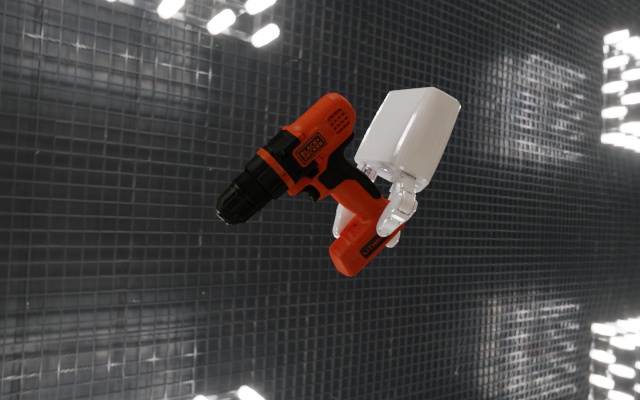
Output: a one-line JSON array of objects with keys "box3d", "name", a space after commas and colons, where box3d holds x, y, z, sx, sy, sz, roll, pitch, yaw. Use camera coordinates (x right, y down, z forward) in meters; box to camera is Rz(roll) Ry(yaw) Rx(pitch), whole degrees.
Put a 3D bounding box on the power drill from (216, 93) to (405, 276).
[{"box3d": [0.001, 0.002, 0.543, 0.188, 0.184, 0.057, 50, -5, -31], "name": "power drill"}]
